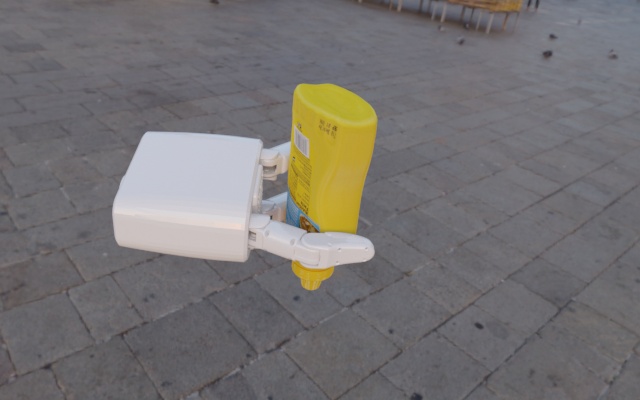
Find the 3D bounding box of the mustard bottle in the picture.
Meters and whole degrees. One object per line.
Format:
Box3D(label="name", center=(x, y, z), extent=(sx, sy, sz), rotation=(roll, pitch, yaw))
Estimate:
Box3D(label="mustard bottle", center=(0.000, 0.001, 0.426), extent=(0.058, 0.192, 0.096), rotation=(-7, 33, -24))
